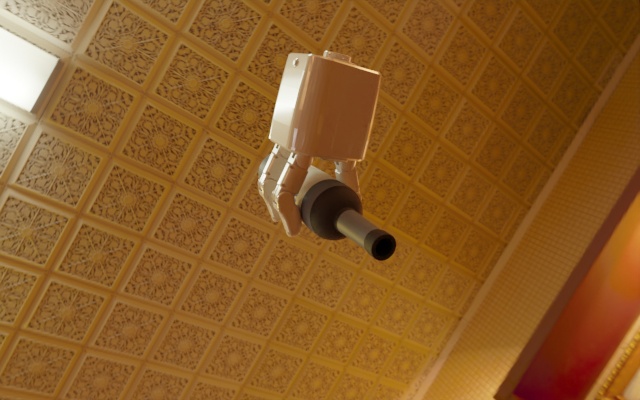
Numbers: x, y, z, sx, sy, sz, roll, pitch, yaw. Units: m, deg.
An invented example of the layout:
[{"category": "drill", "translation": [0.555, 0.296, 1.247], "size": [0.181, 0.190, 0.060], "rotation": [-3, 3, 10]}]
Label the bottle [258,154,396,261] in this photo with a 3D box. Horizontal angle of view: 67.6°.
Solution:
[{"category": "bottle", "translation": [0.000, 0.002, 0.575], "size": [0.069, 0.069, 0.295], "rotation": [0, 17, -25]}]
